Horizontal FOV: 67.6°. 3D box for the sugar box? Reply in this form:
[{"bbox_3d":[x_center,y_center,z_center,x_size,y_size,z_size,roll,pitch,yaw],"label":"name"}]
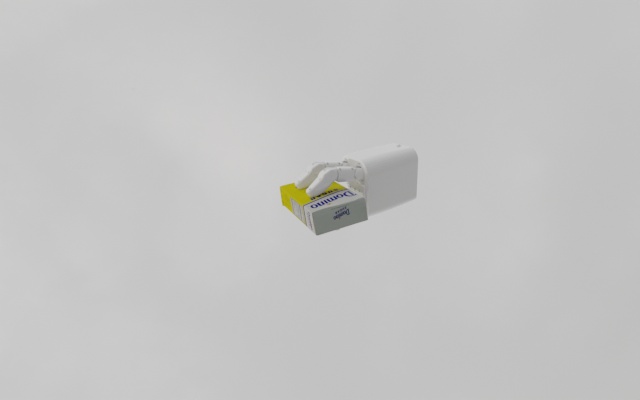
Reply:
[{"bbox_3d":[0.000,0.002,0.813,0.093,0.048,0.176,-16,18,-18],"label":"sugar box"}]
